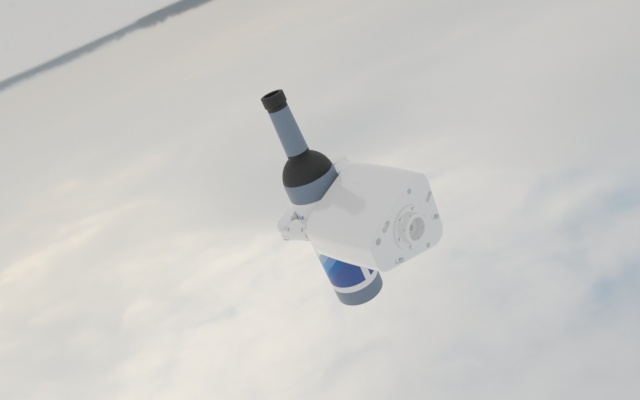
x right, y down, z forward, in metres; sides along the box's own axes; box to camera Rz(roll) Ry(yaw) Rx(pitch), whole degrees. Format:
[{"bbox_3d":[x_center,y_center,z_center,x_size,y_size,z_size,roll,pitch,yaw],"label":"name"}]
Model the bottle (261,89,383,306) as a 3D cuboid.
[{"bbox_3d":[0.000,0.002,0.597,0.069,0.296,0.069,-20,26,10],"label":"bottle"}]
